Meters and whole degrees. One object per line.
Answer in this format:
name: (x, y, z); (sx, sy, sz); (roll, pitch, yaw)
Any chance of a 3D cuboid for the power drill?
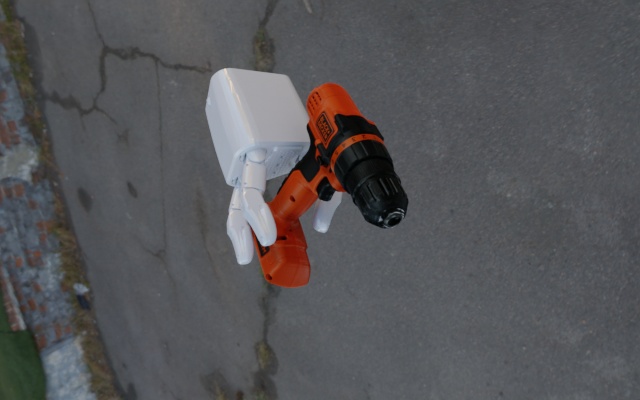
power drill: (0.000, 0.002, 0.476); (0.057, 0.188, 0.184); (14, 37, -32)
